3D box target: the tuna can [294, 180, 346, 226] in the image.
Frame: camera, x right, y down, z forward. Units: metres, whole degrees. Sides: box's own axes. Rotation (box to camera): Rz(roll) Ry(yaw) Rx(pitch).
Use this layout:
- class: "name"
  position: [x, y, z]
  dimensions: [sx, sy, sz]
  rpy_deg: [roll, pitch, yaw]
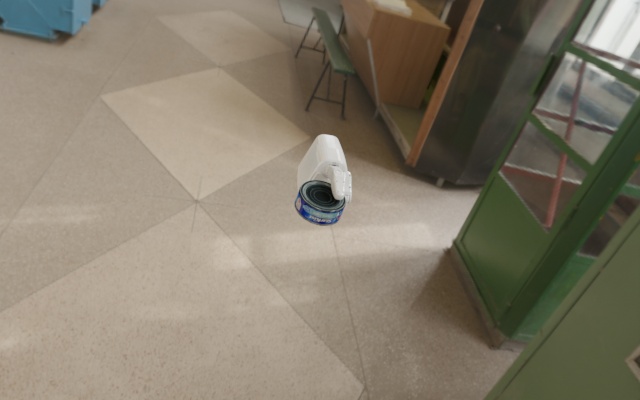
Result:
- class: "tuna can"
  position: [0.000, 0.002, 0.828]
  dimensions: [0.086, 0.034, 0.086]
  rpy_deg: [13, 38, -10]
